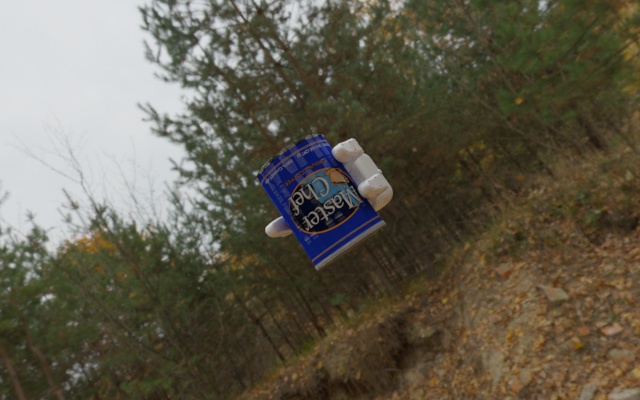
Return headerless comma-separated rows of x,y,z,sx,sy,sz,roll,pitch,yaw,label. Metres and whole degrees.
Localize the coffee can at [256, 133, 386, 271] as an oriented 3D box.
0.000,0.002,0.600,0.103,0.140,0.103,-34,-8,-5,coffee can
